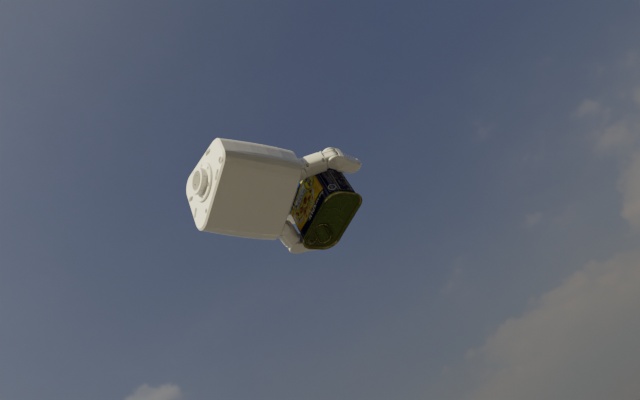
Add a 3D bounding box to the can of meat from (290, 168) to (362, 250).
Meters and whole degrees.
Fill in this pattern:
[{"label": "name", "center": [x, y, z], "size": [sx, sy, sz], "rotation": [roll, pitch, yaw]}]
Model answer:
[{"label": "can of meat", "center": [0.000, 0.002, 0.653], "size": [0.057, 0.102, 0.084], "rotation": [5, 38, -34]}]
